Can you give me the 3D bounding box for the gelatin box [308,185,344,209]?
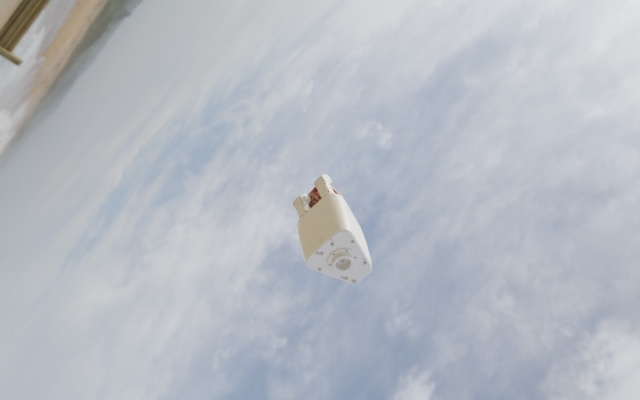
[{"bbox_3d":[0.000,0.003,0.898,0.030,0.073,0.089,40,5,-23],"label":"gelatin box"}]
